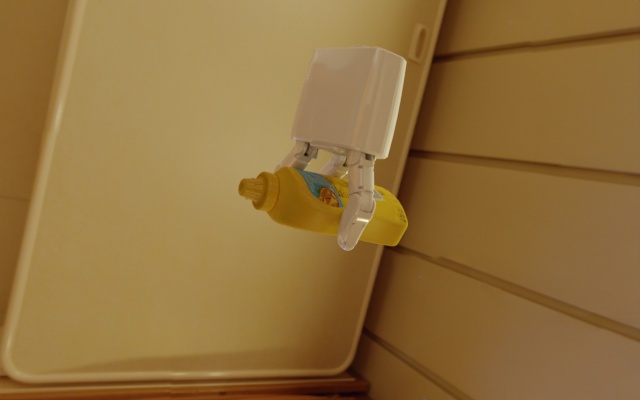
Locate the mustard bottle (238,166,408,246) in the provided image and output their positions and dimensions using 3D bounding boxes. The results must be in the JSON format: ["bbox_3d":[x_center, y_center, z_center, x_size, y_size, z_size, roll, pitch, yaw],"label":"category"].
[{"bbox_3d":[0.000,0.002,0.533,0.191,0.058,0.096,12,27,-32],"label":"mustard bottle"}]
